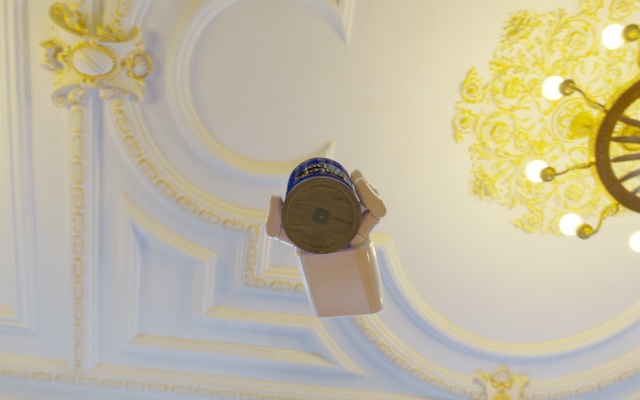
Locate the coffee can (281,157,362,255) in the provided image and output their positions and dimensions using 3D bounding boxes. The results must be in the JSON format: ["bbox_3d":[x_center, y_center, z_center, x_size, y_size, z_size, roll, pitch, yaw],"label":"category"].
[{"bbox_3d":[0.000,0.002,0.670,0.103,0.103,0.140,0,16,-1],"label":"coffee can"}]
